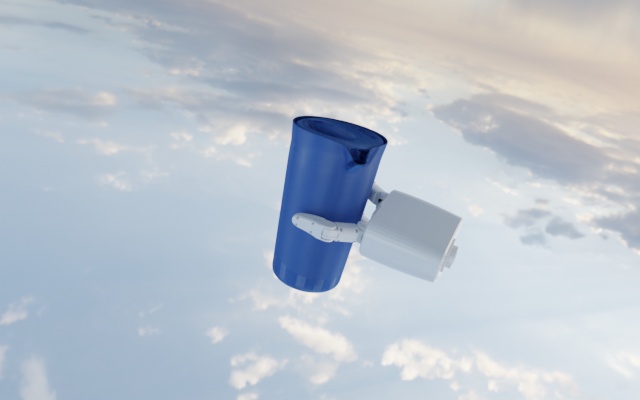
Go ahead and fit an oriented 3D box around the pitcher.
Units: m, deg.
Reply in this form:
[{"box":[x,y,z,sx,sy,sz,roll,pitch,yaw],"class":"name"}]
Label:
[{"box":[0.000,0.002,0.701,0.145,0.243,0.149,21,23,18],"class":"pitcher"}]
